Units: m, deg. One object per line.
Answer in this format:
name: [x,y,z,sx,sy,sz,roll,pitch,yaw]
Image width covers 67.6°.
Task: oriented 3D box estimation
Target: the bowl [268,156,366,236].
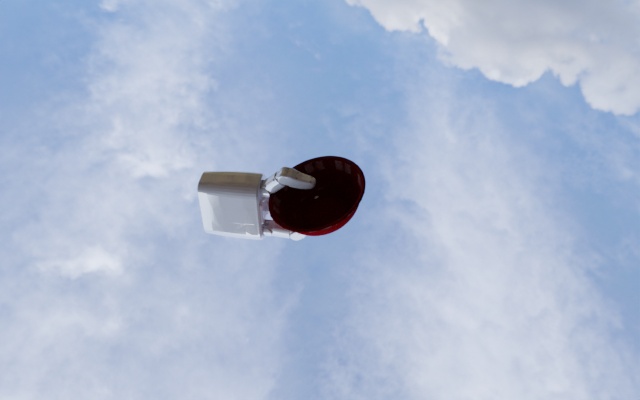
bowl: [0.001,0.003,0.770,0.162,0.162,0.055,0,-41,24]
